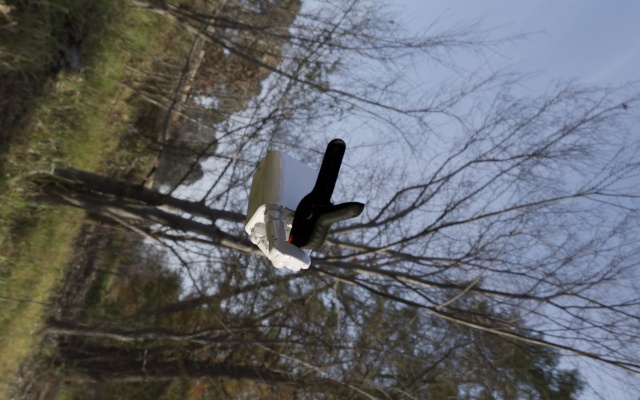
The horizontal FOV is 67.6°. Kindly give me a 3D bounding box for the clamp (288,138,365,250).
[{"bbox_3d":[0.001,0.002,0.640,0.039,0.120,0.171,16,-38,-25],"label":"clamp"}]
